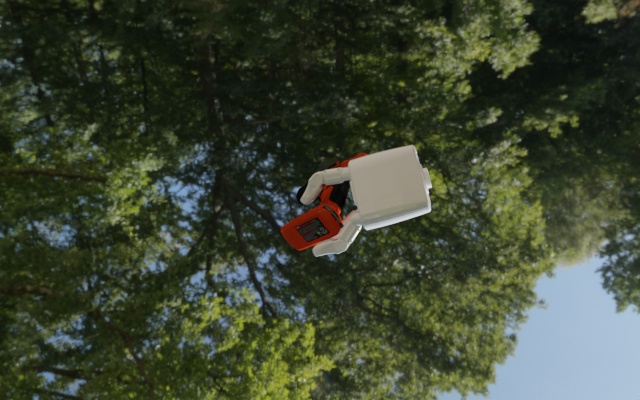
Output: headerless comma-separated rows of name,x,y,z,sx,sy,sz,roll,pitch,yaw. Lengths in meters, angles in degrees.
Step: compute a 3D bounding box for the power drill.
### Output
power drill,0.000,0.003,0.847,0.184,0.057,0.187,-29,21,37
